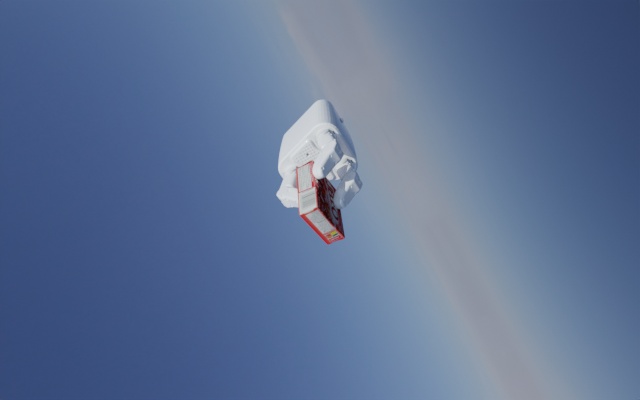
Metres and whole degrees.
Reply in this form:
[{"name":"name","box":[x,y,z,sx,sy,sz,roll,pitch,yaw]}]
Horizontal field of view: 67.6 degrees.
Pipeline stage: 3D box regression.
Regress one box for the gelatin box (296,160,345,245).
[{"name":"gelatin box","box":[0.000,0.002,0.631,0.030,0.089,0.073,-24,-46,18]}]
